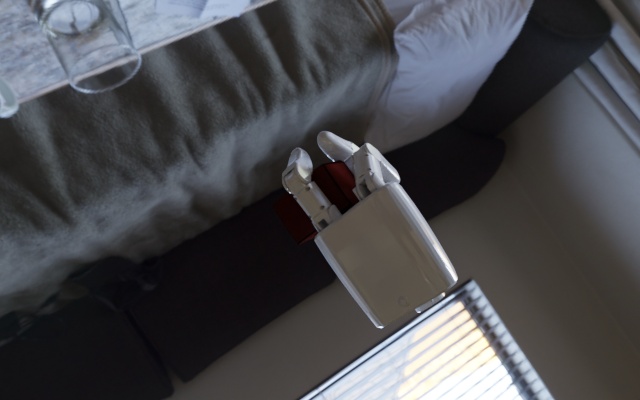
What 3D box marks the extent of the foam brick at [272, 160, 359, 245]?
[{"bbox_3d":[0.000,0.002,0.500,0.078,0.051,0.053,-38,-8,27],"label":"foam brick"}]
